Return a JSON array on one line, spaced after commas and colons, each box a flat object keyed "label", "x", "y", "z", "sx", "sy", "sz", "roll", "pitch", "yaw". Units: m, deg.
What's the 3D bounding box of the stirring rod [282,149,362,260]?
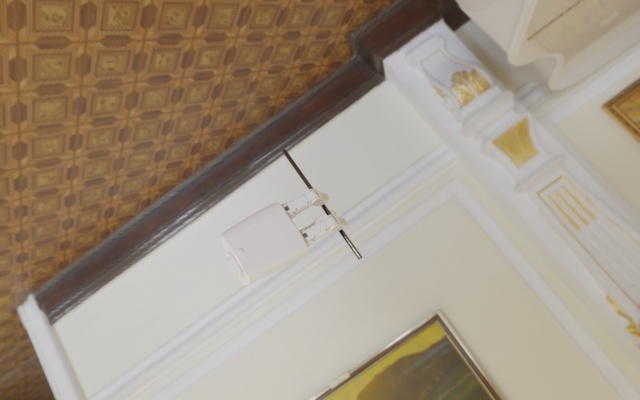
[{"label": "stirring rod", "x": 0.000, "y": 0.003, "z": 0.827, "sx": 0.011, "sy": 0.239, "sz": 0.011, "roll": -31, "pitch": -19, "yaw": -12}]
